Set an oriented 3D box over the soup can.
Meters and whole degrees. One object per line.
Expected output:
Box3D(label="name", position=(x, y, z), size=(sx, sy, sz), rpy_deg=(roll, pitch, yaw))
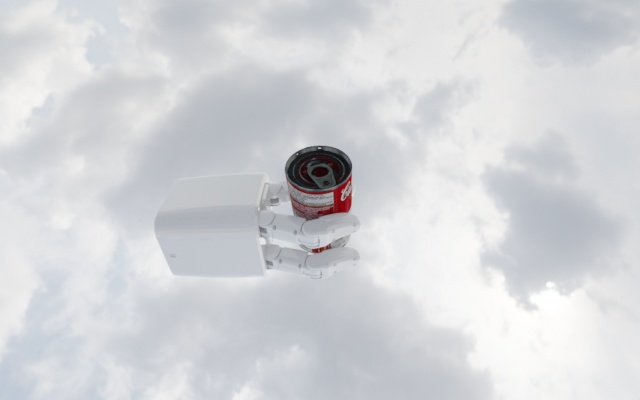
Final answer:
Box3D(label="soup can", position=(0.001, 0.002, 0.513), size=(0.068, 0.068, 0.102), rpy_deg=(-2, -45, 2))
